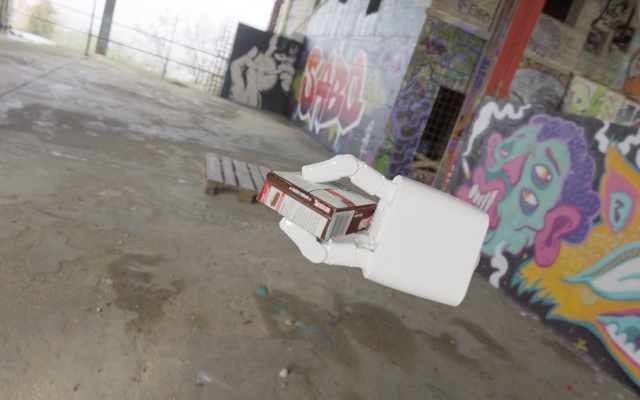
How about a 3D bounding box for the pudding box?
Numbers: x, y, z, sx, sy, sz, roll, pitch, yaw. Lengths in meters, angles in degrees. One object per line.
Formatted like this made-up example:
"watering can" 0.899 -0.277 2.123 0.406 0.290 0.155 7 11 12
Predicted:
"pudding box" 0.000 0.002 0.521 0.090 0.039 0.113 29 14 24
